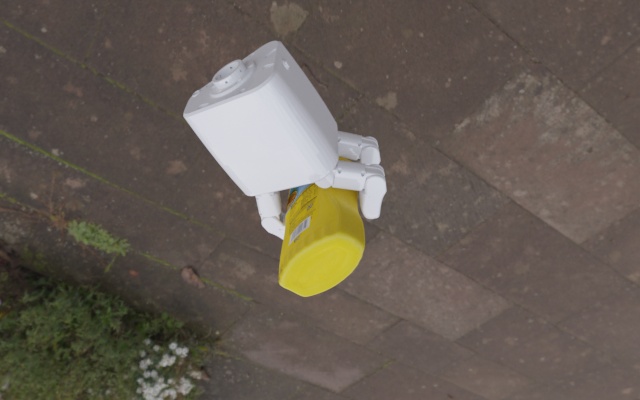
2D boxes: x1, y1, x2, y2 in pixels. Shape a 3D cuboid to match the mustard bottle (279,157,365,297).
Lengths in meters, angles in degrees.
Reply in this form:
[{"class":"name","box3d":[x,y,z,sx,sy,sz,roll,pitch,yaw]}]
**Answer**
[{"class":"mustard bottle","box3d":[0.000,0.002,0.509,0.058,0.191,0.096,30,-56,-23]}]
